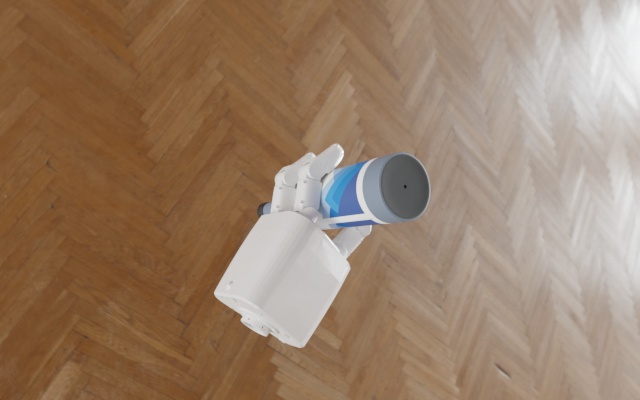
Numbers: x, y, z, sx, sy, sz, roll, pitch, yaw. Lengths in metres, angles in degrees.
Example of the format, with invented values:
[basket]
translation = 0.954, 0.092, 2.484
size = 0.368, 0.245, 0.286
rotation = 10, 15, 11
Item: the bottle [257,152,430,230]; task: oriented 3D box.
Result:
[bottle]
translation = 0.000, 0.002, 0.572
size = 0.069, 0.069, 0.296
rotation = 0, -6, -33
